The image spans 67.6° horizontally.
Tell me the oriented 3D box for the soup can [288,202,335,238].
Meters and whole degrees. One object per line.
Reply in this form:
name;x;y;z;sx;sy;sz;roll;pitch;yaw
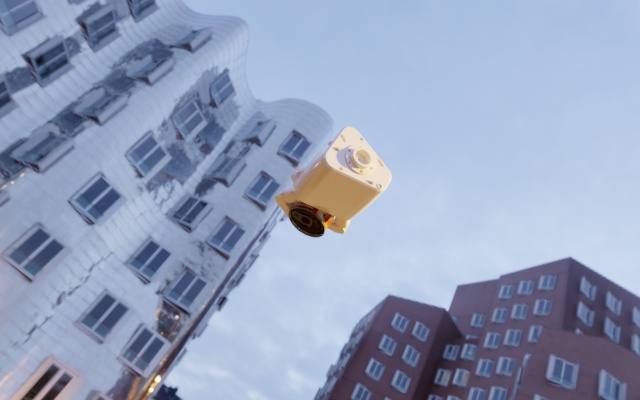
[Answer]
soup can;0.000;0.003;0.803;0.068;0.068;0.102;0;42;38
